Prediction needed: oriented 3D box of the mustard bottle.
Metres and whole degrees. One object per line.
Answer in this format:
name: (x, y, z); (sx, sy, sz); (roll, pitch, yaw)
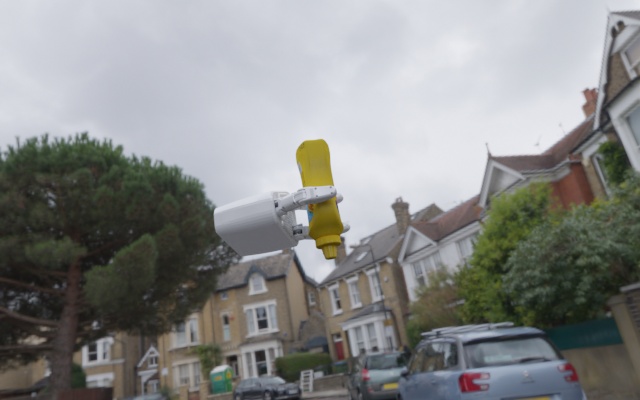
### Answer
mustard bottle: (0.000, 0.002, 0.782); (0.058, 0.191, 0.096); (-6, -19, -9)
